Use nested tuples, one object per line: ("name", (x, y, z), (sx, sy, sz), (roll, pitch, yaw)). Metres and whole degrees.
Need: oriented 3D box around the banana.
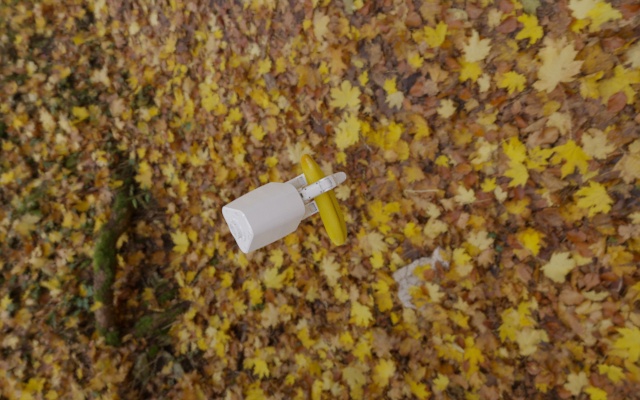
("banana", (0.009, 0.010, 0.870), (0.037, 0.198, 0.069), (-28, 24, -17))
